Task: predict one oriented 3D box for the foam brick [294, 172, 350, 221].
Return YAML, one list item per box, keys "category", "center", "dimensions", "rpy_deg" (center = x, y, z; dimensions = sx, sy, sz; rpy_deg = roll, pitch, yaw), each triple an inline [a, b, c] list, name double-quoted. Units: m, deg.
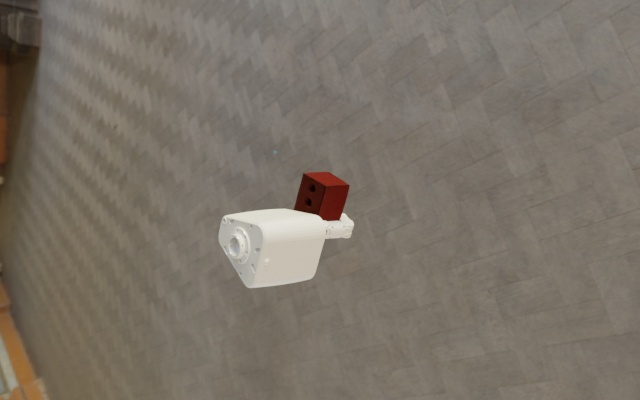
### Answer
- category: "foam brick"
  center: [0.000, 0.002, 0.710]
  dimensions: [0.051, 0.078, 0.053]
  rpy_deg: [-2, 25, -42]
